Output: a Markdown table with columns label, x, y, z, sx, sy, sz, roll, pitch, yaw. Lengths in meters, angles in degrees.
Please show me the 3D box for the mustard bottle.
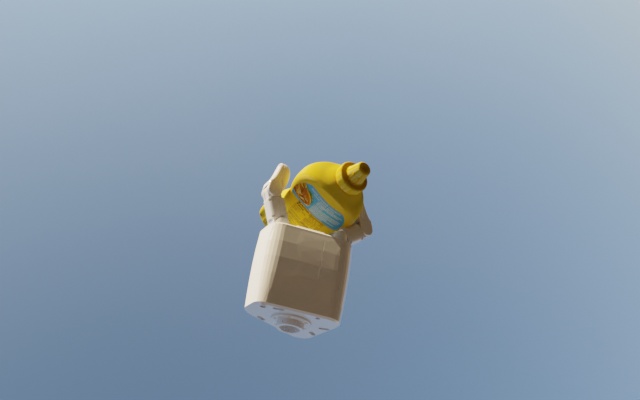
| label | x | y | z | sx | sy | sz | roll | pitch | yaw |
| --- | --- | --- | --- | --- | --- | --- | --- | --- | --- |
| mustard bottle | 0.000 | 0.002 | 0.633 | 0.192 | 0.096 | 0.058 | -37 | 10 | 47 |
